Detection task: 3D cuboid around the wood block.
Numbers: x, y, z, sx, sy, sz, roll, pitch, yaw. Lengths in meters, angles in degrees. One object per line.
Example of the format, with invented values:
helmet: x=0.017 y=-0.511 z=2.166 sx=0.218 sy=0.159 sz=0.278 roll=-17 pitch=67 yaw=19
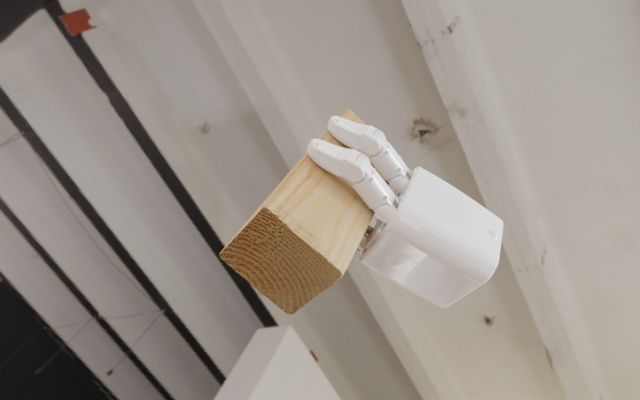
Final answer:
wood block: x=0.000 y=0.002 z=0.491 sx=0.091 sy=0.090 sz=0.206 roll=-45 pitch=7 yaw=39
